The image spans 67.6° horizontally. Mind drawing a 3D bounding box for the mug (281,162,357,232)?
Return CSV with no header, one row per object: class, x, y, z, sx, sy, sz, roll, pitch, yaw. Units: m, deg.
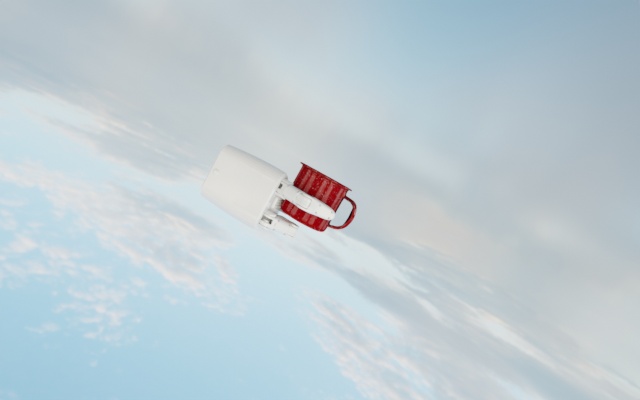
mug,0.001,0.003,0.749,0.117,0.081,0.093,30,4,10
